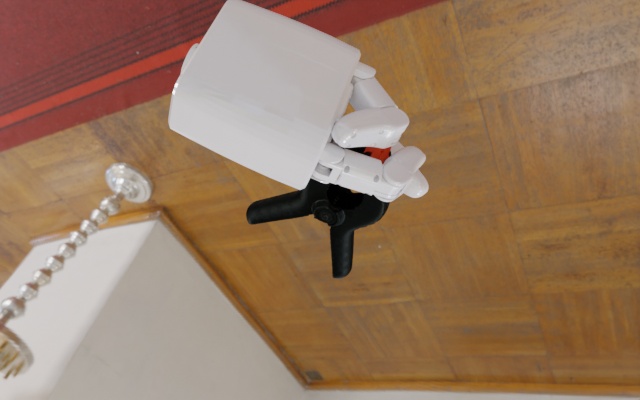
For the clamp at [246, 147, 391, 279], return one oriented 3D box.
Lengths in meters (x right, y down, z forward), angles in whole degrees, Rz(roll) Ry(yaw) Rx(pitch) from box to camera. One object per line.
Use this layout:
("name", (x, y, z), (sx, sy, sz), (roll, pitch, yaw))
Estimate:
("clamp", (0.000, 0.002, 0.431), (0.120, 0.039, 0.172), (23, -45, -5))
